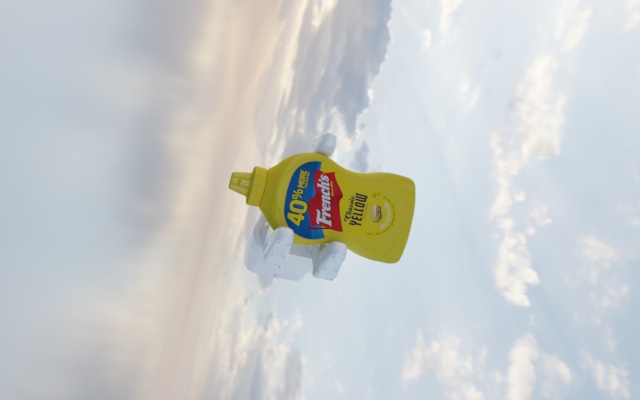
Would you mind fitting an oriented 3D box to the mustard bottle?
[{"bbox_3d":[0.000,0.002,0.500,0.191,0.096,0.058,14,-3,-13],"label":"mustard bottle"}]
